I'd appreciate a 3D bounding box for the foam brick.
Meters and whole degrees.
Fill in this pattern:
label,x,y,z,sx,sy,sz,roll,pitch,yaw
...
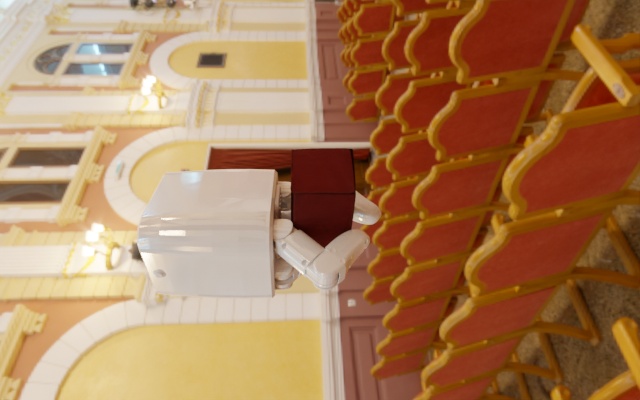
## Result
label,x,y,z,sx,sy,sz,roll,pitch,yaw
foam brick,0.000,0.001,0.402,0.051,0.053,0.078,1,-43,-2
